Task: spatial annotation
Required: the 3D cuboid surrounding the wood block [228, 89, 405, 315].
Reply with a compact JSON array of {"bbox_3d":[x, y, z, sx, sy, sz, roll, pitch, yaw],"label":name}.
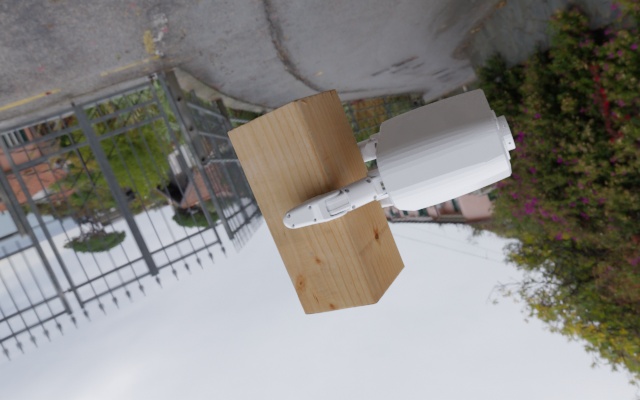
[{"bbox_3d":[0.000,0.002,0.498,0.090,0.206,0.090,-17,9,33],"label":"wood block"}]
